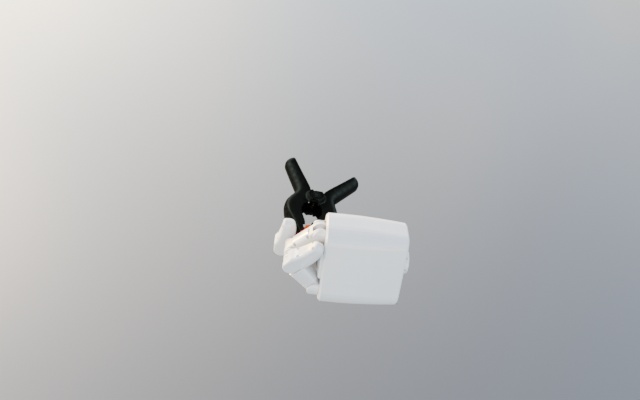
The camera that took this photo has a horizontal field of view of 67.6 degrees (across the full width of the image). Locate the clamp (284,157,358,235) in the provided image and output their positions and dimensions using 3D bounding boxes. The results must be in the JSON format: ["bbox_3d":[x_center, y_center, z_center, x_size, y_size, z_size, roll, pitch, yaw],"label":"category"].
[{"bbox_3d":[0.000,0.002,0.712,0.120,0.039,0.171,8,43,-5],"label":"clamp"}]
